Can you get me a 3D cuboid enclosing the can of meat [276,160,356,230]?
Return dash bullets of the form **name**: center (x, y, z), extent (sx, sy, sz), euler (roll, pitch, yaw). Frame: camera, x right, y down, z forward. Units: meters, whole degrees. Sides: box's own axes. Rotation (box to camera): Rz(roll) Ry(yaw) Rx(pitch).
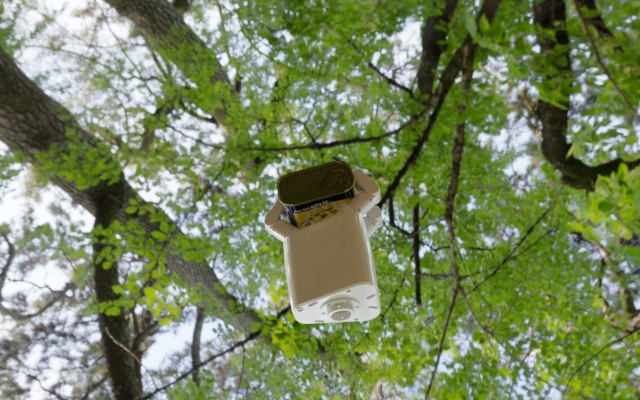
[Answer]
- **can of meat**: center (0.000, 0.002, 0.651), extent (0.102, 0.057, 0.084), euler (-15, -42, 0)
